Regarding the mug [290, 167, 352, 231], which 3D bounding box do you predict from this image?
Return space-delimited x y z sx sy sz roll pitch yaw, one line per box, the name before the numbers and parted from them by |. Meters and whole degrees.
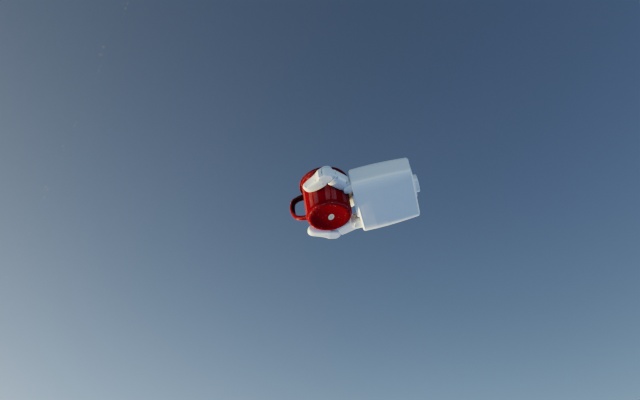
mug | -0.001 0.003 0.864 0.117 0.081 0.093 -16 -42 7
